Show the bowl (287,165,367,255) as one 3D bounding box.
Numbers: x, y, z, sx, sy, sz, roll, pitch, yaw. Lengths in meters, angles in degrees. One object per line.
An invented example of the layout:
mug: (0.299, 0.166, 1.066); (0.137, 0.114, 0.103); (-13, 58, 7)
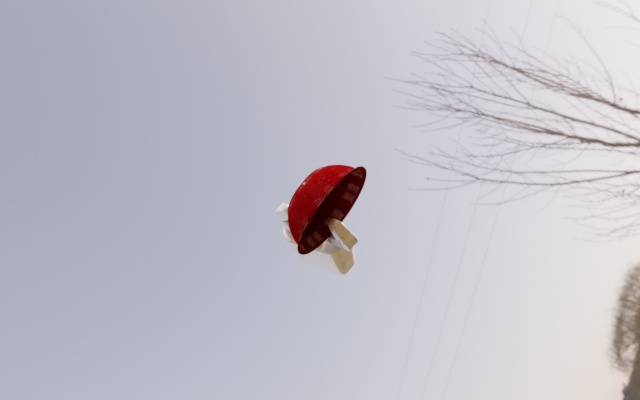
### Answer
bowl: (0.000, 0.001, 0.722); (0.055, 0.162, 0.162); (37, 12, 17)
